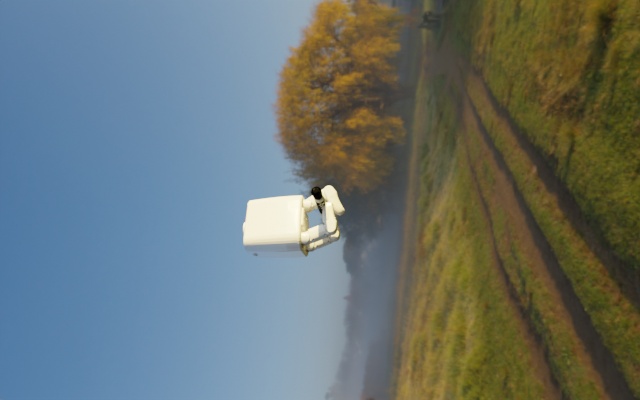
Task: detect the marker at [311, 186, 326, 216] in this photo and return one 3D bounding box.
[{"bbox_3d":[0.000,0.003,0.866,0.020,0.020,0.121,0,-19,8],"label":"marker"}]
